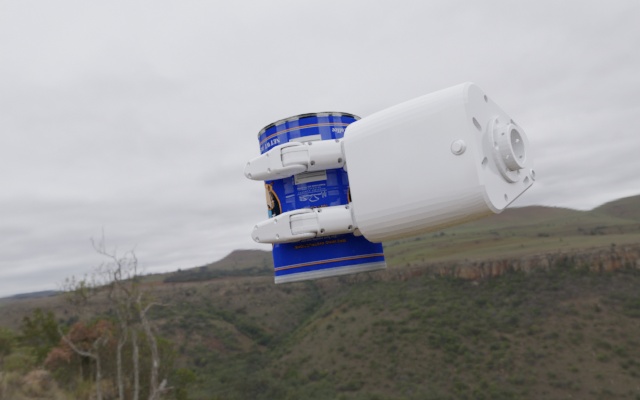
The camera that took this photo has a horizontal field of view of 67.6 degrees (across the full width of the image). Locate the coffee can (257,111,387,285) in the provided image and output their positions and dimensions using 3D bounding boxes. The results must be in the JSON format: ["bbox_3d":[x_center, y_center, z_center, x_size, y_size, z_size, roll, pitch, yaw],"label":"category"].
[{"bbox_3d":[0.000,0.002,0.445,0.103,0.140,0.103,-8,-9,-1],"label":"coffee can"}]
